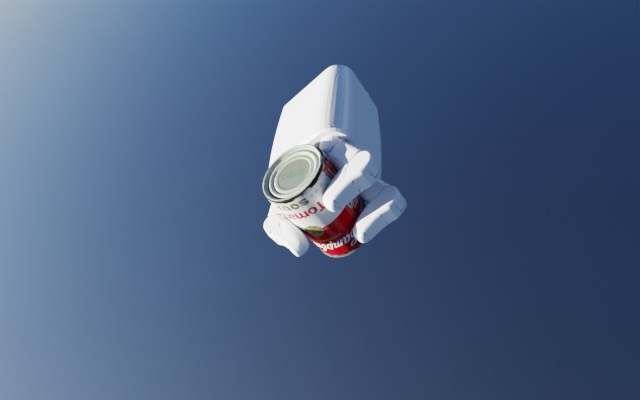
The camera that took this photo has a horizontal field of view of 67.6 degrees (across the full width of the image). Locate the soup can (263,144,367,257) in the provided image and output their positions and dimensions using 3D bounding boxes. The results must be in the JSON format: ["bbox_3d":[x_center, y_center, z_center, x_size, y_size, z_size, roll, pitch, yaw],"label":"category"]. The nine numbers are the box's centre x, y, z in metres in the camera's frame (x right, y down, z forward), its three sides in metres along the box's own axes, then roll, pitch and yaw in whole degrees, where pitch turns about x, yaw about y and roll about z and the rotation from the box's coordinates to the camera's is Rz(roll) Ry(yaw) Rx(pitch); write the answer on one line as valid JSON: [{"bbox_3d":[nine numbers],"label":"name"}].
[{"bbox_3d":[0.000,0.002,0.465,0.068,0.068,0.102,0,-34,39],"label":"soup can"}]
